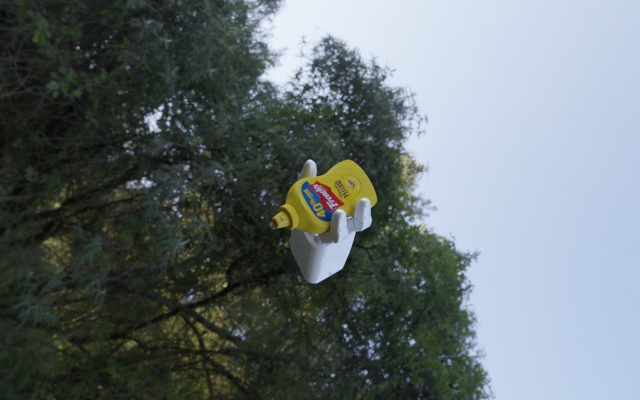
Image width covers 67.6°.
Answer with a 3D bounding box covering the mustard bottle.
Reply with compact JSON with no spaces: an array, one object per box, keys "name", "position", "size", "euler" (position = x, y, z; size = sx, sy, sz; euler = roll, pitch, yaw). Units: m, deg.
[{"name":"mustard bottle","position":[0.000,0.002,0.804],"size":[0.191,0.096,0.058],"euler":[-25,-11,-33]}]
